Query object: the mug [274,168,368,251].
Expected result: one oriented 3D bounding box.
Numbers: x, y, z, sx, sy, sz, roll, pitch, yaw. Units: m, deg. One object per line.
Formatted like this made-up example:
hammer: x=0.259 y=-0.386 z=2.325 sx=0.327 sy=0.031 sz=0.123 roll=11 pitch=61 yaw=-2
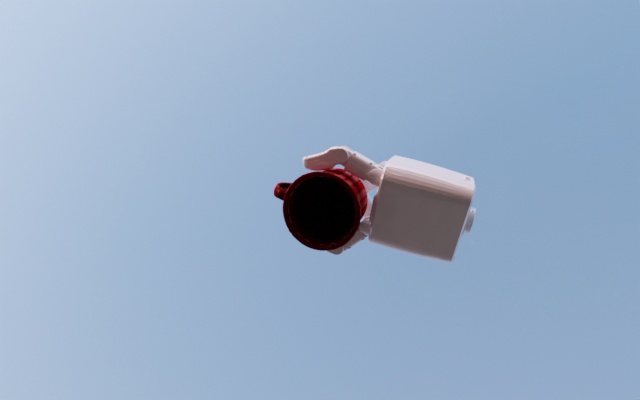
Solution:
mug: x=-0.001 y=0.002 z=0.583 sx=0.117 sy=0.093 sz=0.081 roll=16 pitch=15 yaw=13
